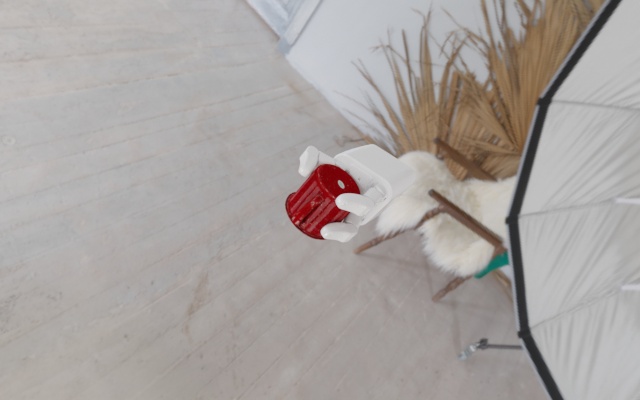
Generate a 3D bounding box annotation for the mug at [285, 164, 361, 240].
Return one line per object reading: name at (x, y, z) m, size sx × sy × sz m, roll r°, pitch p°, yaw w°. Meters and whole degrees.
mug at (-0.001, 0.003, 0.709) m, size 0.081 × 0.093 × 0.117 m, roll -48°, pitch -12°, yaw 35°
